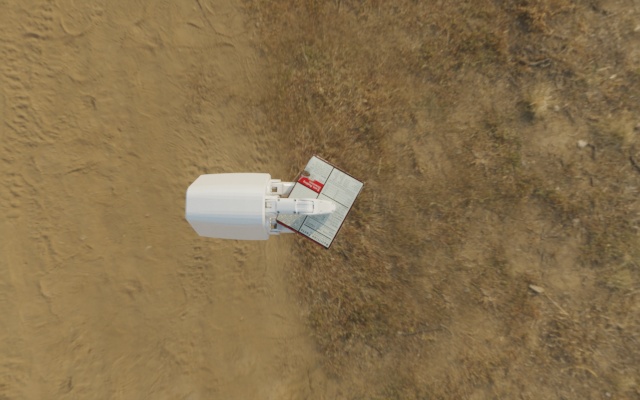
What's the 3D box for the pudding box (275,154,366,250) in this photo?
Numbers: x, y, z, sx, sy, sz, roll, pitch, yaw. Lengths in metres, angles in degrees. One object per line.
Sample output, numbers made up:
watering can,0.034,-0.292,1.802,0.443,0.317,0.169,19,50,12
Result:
pudding box,0.000,0.002,0.692,0.090,0.113,0.039,29,-1,1
